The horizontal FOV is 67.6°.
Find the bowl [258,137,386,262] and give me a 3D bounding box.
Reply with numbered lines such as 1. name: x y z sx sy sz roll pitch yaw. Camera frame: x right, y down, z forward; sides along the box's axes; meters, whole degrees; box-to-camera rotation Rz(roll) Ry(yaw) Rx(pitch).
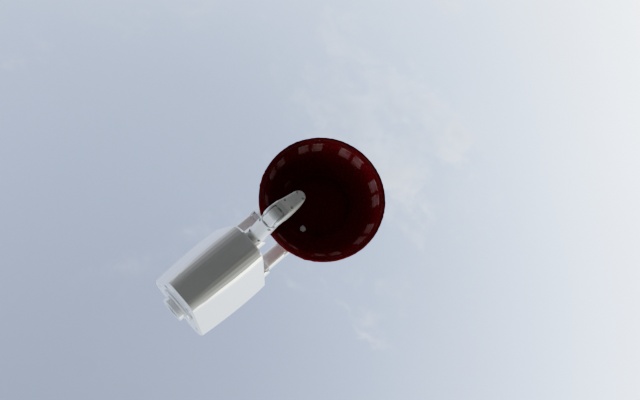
1. bowl: 0.001 0.002 0.627 0.162 0.162 0.055 0 -11 -7
